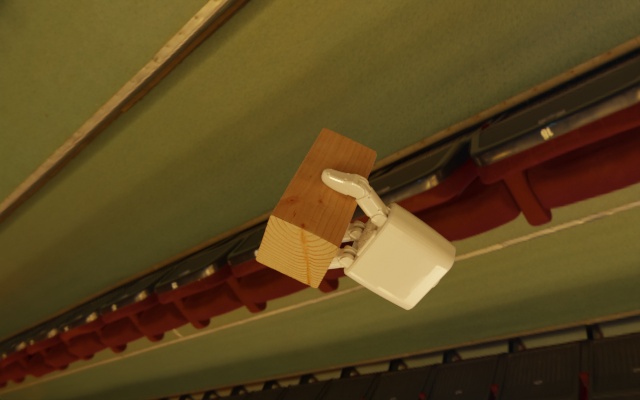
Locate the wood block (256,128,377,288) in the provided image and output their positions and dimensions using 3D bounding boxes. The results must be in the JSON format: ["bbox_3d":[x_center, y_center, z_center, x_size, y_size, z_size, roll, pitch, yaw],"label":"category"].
[{"bbox_3d":[0.001,0.002,0.653,0.090,0.091,0.206,25,42,1],"label":"wood block"}]
